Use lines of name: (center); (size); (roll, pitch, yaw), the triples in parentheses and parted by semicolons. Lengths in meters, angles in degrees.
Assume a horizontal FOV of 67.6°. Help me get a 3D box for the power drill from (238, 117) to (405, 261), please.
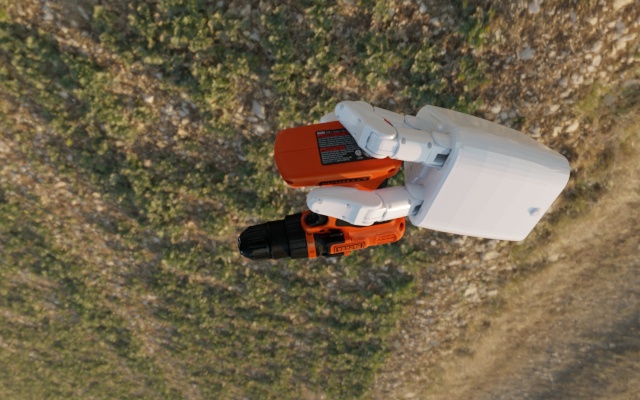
power drill: (0.000, 0.001, 0.467); (0.184, 0.057, 0.188); (-10, -27, -5)
